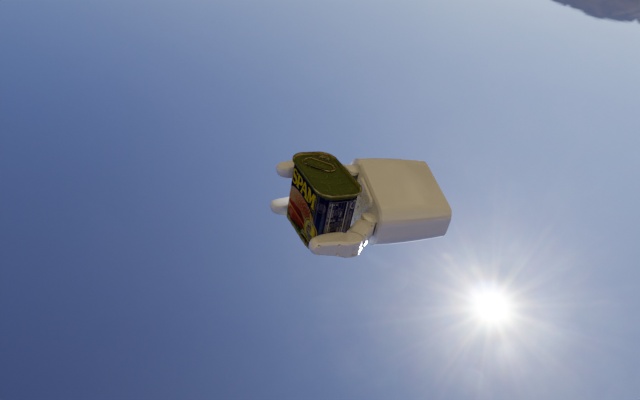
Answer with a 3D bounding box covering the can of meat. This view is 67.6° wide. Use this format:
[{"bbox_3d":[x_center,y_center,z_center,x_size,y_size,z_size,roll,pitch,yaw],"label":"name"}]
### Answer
[{"bbox_3d":[0.000,0.002,0.570,0.057,0.084,0.102,-6,35,-25],"label":"can of meat"}]
